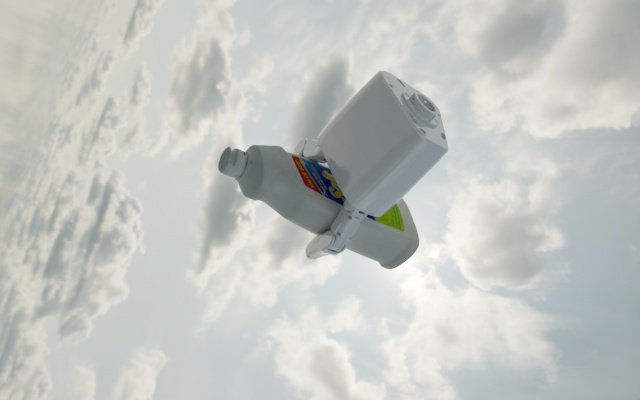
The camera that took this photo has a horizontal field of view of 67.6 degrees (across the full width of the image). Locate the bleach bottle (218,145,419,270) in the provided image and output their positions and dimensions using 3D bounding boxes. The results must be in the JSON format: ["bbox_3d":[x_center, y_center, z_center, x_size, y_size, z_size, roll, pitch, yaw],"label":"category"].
[{"bbox_3d":[0.000,0.002,0.559,0.251,0.102,0.068,21,-51,-32],"label":"bleach bottle"}]
